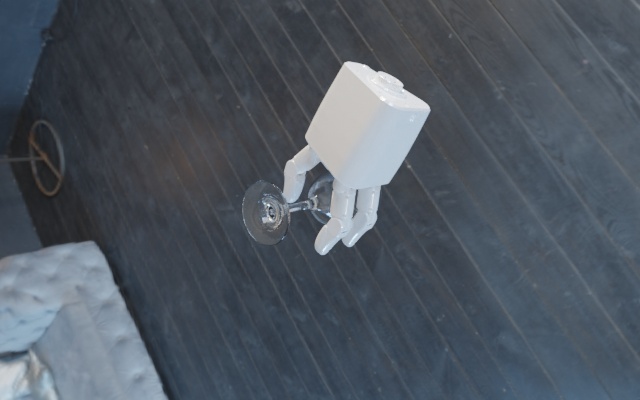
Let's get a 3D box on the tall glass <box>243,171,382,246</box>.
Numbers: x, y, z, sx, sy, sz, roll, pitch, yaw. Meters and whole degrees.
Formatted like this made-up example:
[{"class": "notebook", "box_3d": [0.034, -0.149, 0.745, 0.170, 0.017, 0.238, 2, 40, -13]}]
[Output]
[{"class": "tall glass", "box_3d": [0.000, 0.002, 0.612, 0.079, 0.079, 0.201, 0, 7, 39]}]
